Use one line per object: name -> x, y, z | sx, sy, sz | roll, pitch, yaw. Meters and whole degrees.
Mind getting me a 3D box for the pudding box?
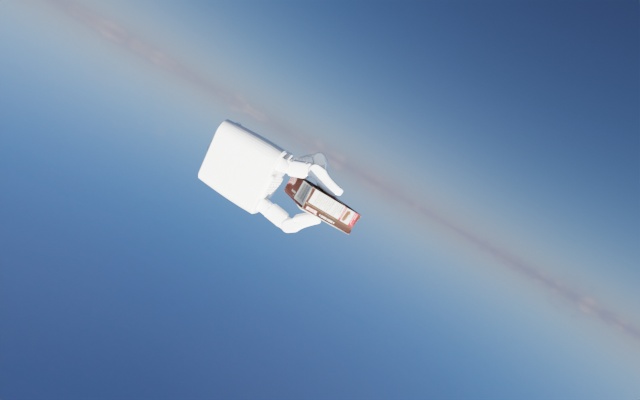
pudding box -> 0.000, 0.003, 0.732 | 0.090, 0.039, 0.113 | 29, 6, -23
